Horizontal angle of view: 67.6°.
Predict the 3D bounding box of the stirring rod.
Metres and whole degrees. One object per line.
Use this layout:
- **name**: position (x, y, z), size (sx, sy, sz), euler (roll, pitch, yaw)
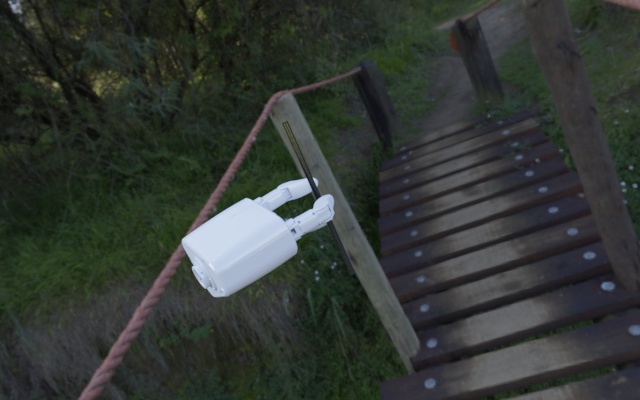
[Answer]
- **stirring rod**: position (0.000, 0.002, 0.664), size (0.011, 0.239, 0.011), euler (-22, 17, 7)
